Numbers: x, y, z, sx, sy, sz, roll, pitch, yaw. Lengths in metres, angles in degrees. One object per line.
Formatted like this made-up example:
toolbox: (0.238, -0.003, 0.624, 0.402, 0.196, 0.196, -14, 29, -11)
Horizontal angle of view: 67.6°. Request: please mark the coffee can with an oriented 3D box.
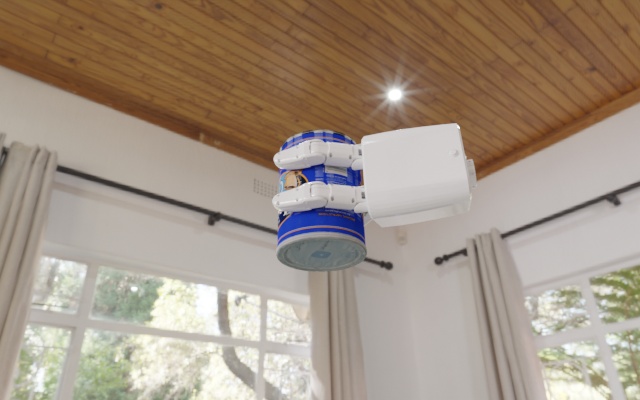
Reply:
coffee can: (0.000, 0.002, 0.572, 0.103, 0.140, 0.103, -1, -28, 0)
